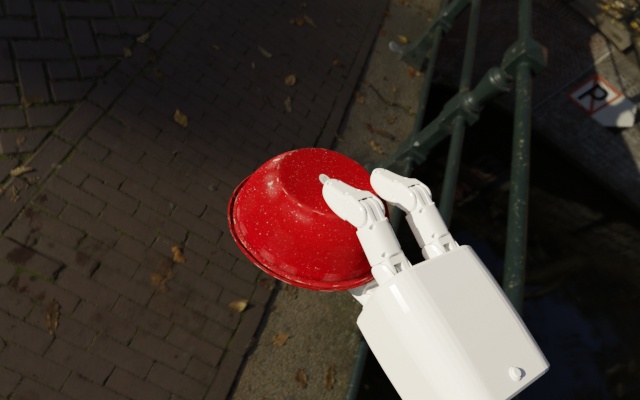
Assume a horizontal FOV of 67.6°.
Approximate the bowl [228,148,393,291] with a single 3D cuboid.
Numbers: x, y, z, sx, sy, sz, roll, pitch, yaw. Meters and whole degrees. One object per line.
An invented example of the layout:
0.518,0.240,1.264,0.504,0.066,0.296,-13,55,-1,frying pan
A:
-0.001,0.000,0.436,0.162,0.055,0.162,11,41,-10,bowl
